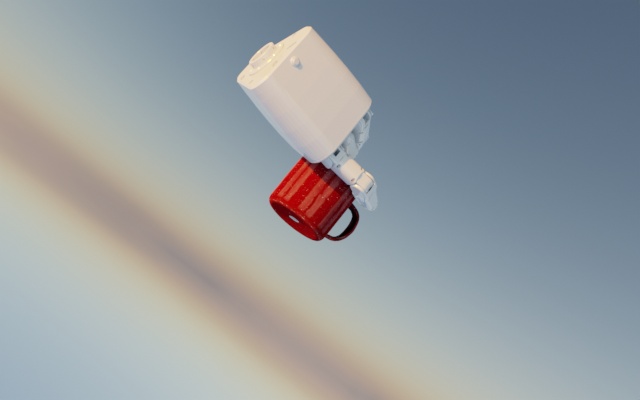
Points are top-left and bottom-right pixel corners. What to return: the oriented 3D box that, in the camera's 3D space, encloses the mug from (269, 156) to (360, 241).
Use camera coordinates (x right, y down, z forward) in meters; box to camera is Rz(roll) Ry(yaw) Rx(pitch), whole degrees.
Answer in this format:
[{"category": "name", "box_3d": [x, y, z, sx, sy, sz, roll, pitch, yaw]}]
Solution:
[{"category": "mug", "box_3d": [0.001, 0.003, 0.577, 0.117, 0.081, 0.093, 47, -18, -26]}]
